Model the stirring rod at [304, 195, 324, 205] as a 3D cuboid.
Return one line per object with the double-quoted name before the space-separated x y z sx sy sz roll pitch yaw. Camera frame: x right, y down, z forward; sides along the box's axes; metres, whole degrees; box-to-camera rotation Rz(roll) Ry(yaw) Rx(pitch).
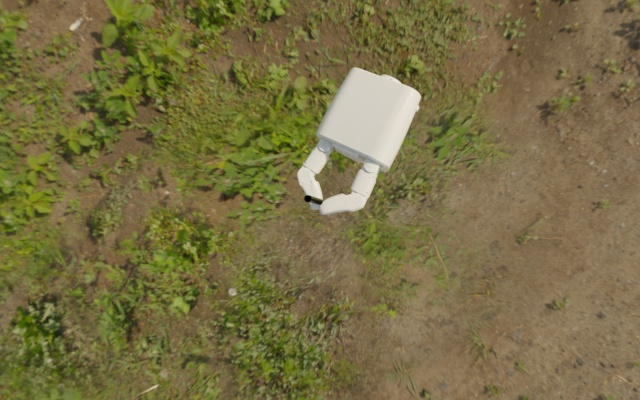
"stirring rod" 0.000 0.002 0.631 0.011 0.011 0.239 0 -2 7
